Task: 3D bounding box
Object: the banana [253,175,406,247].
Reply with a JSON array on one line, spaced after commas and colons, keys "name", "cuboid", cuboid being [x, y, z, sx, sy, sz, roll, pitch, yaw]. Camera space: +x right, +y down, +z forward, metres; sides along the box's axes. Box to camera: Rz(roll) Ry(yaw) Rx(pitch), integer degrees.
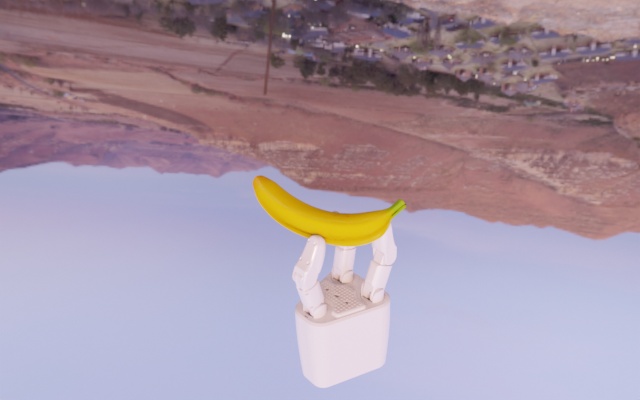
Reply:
[{"name": "banana", "cuboid": [-0.004, 0.016, 0.564, 0.198, 0.069, 0.037, 12, -39, 20]}]
